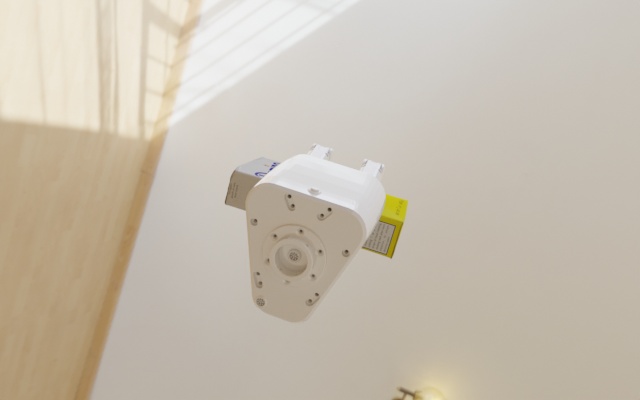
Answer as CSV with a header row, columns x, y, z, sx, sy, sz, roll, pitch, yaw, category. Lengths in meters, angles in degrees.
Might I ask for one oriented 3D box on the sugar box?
x,y,z,sx,sy,sz,roll,pitch,yaw,category
0.000,0.001,0.502,0.176,0.048,0.093,19,16,7,sugar box
